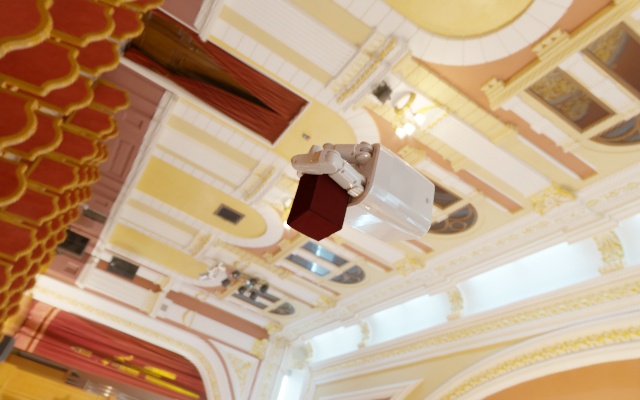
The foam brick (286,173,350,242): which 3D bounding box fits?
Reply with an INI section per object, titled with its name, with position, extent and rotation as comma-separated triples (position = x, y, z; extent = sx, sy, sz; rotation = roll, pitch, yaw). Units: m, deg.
[foam brick]
position = 0.000, 0.002, 0.591
extent = 0.051, 0.078, 0.053
rotation = 33, -38, -23
